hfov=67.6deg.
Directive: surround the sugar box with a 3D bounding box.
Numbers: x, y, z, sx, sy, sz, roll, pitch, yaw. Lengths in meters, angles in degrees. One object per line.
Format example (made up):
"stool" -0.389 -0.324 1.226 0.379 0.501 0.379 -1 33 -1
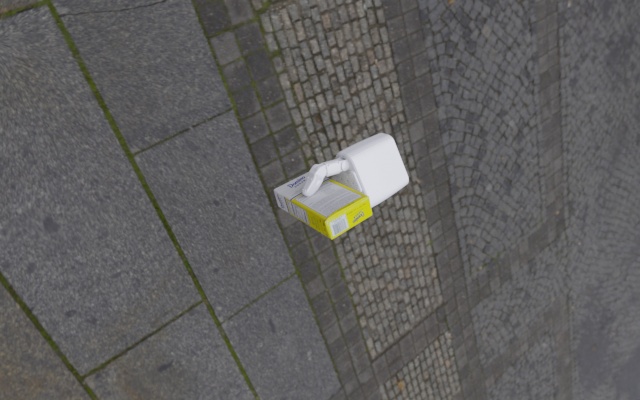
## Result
"sugar box" 0.000 0.003 0.855 0.093 0.048 0.176 -28 30 -24
